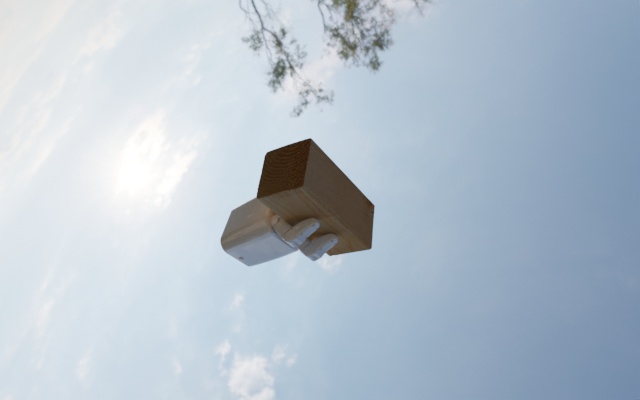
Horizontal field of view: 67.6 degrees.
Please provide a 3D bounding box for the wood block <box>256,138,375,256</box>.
[{"bbox_3d":[0.000,0.002,0.778,0.090,0.090,0.206,-14,-37,30],"label":"wood block"}]
